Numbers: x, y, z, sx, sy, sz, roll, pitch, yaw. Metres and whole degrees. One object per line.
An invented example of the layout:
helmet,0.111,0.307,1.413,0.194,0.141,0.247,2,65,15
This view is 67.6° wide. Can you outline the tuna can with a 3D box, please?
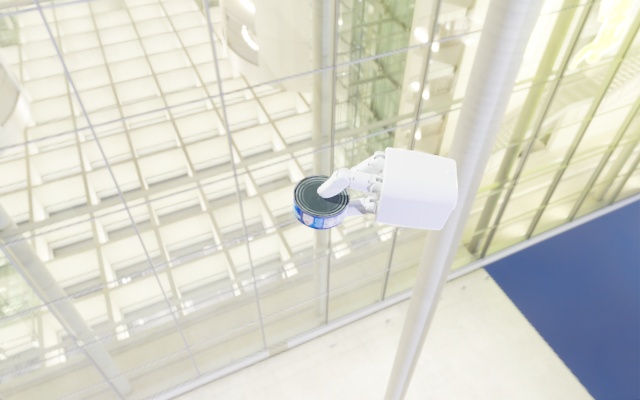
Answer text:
tuna can,0.000,0.003,0.727,0.086,0.086,0.034,0,-42,-8
